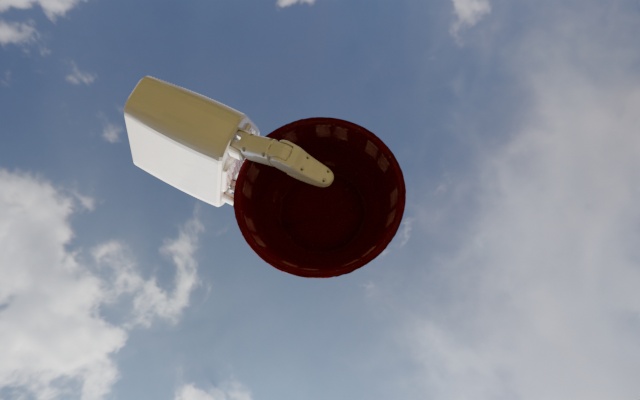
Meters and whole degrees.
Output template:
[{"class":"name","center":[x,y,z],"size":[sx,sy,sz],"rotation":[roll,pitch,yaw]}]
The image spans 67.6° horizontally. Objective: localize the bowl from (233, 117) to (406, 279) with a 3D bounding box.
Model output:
[{"class":"bowl","center":[0.001,0.002,0.468],"size":[0.162,0.162,0.055],"rotation":[0,-21,4]}]
